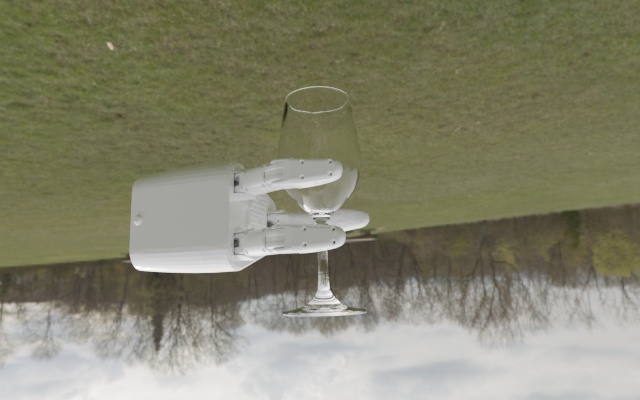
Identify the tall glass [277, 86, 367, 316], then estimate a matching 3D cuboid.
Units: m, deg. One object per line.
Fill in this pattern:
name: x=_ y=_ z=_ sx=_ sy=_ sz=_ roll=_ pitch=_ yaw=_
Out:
tall glass: x=0.000 y=0.002 z=0.438 sx=0.079 sy=0.201 sz=0.079 roll=-2 pitch=-11 yaw=0
